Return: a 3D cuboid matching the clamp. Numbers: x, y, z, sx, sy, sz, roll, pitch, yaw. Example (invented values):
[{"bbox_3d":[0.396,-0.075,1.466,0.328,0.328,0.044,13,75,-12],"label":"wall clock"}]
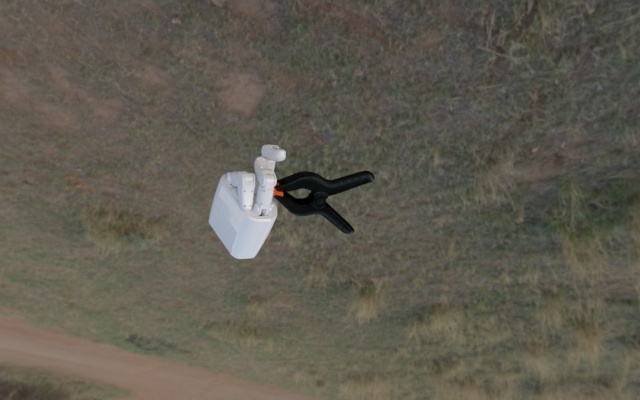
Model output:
[{"bbox_3d":[0.000,0.003,0.800,0.171,0.120,0.039,3,22,-13],"label":"clamp"}]
